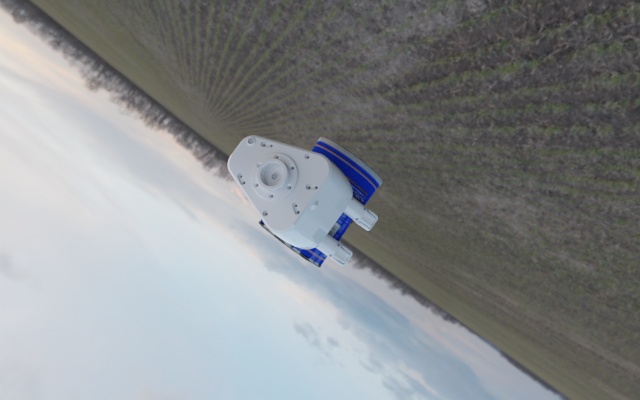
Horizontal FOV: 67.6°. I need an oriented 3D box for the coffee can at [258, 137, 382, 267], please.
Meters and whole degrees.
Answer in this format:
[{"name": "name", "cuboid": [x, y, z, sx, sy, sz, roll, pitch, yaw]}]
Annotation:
[{"name": "coffee can", "cuboid": [0.000, 0.002, 0.634, 0.103, 0.140, 0.103, 36, -2, 2]}]
